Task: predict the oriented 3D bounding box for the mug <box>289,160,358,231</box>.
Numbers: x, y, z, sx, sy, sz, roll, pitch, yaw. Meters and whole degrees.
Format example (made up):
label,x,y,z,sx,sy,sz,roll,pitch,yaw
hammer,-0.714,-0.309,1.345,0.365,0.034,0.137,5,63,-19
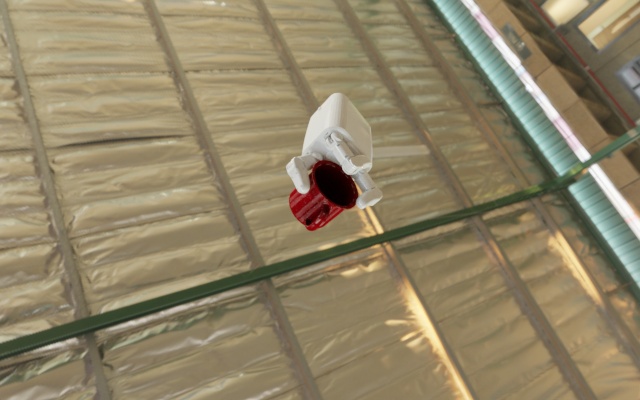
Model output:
label,x,y,z,sx,sy,sz,roll,pitch,yaw
mug,0.000,0.004,0.778,0.093,0.117,0.081,31,-48,-21
